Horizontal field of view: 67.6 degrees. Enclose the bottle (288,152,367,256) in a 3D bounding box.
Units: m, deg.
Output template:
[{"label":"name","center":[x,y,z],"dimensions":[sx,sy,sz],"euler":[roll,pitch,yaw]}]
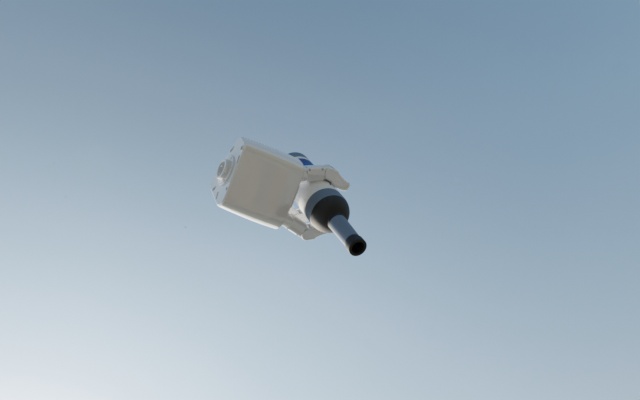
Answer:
[{"label":"bottle","center":[0.000,0.002,0.781],"dimensions":[0.069,0.069,0.295],"euler":[0,25,-23]}]
